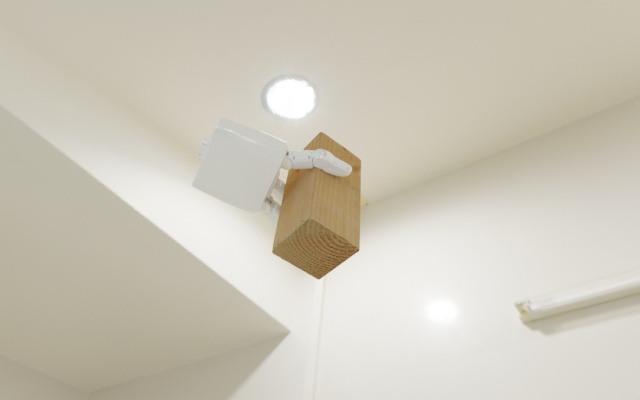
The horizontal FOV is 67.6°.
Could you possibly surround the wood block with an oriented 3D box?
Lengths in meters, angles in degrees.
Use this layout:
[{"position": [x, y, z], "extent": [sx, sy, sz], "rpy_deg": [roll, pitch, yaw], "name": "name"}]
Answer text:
[{"position": [0.000, 0.002, 0.725], "extent": [0.090, 0.206, 0.091], "rpy_deg": [34, -54, -22], "name": "wood block"}]
